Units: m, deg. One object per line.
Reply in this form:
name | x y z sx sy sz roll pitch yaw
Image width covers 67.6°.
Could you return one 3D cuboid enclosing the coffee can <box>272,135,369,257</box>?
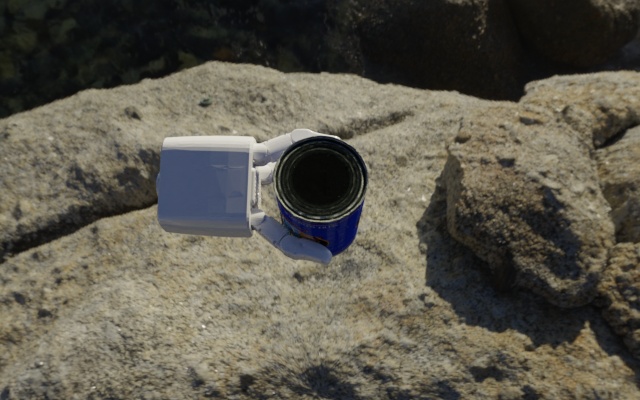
coffee can | 0.000 0.002 0.567 0.103 0.102 0.140 0 -22 0
